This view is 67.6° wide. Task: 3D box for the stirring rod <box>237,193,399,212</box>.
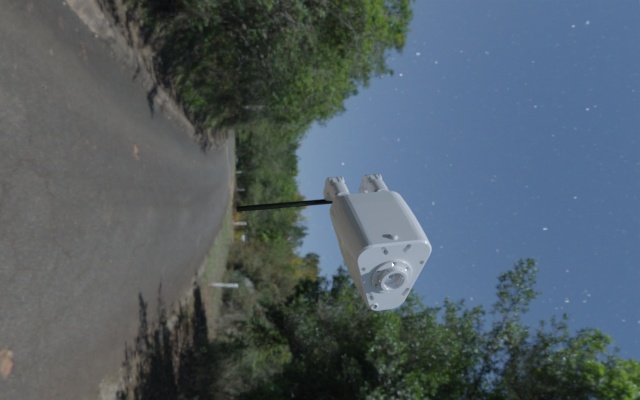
[{"bbox_3d":[0.000,0.002,0.693,0.239,0.011,0.011,-5,1,-13],"label":"stirring rod"}]
